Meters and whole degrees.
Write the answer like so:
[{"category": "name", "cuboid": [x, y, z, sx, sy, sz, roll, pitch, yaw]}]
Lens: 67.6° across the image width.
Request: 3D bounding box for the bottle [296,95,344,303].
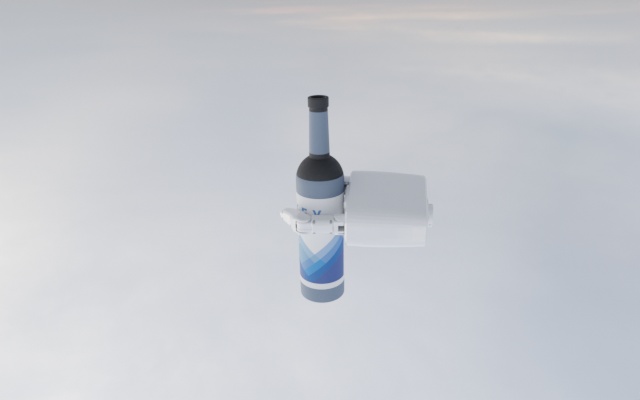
[{"category": "bottle", "cuboid": [0.000, 0.002, 0.669, 0.069, 0.296, 0.069, -1, 24, 0]}]
